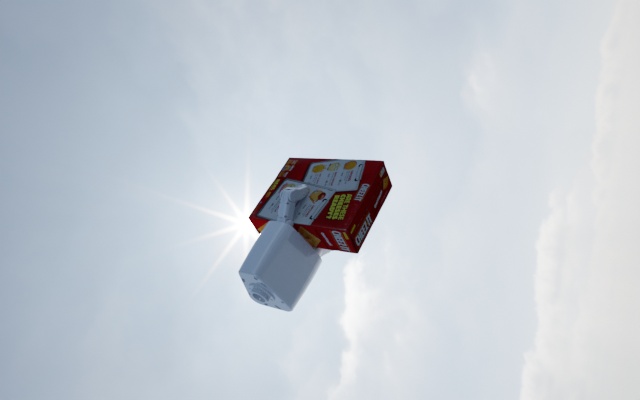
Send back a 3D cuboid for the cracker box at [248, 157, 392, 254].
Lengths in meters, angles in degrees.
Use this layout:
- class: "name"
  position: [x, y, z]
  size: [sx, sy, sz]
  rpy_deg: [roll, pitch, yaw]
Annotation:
- class: "cracker box"
  position: [0.000, 0.003, 0.862]
  size: [0.213, 0.164, 0.072]
  rpy_deg: [6, -40, 35]
